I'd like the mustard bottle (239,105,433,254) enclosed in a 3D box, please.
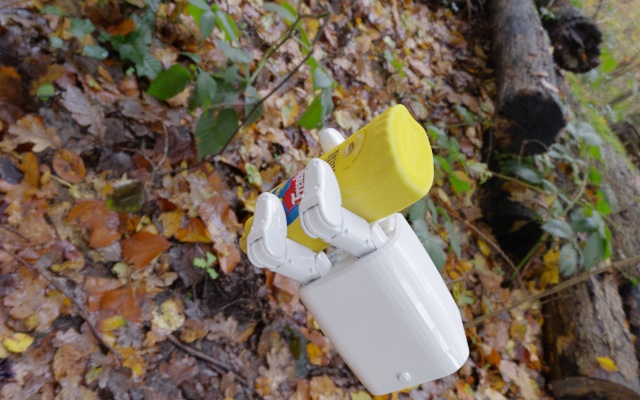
[{"bbox_3d":[0.000,0.001,0.402,0.192,0.096,0.058,-32,-61,32],"label":"mustard bottle"}]
